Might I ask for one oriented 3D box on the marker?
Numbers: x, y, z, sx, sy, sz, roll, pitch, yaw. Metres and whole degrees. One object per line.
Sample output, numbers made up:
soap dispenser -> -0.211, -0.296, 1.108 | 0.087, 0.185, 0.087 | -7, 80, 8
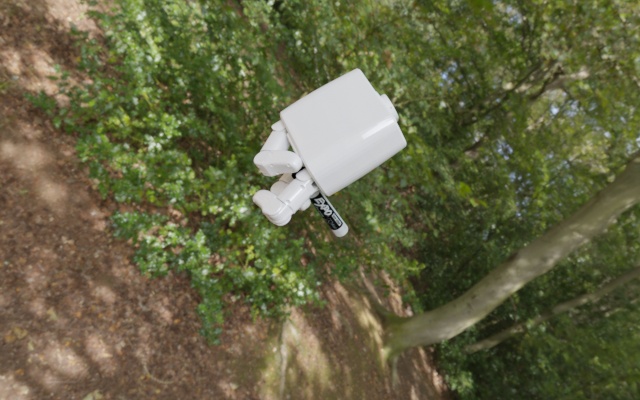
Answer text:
marker -> 0.000, 0.002, 0.568 | 0.020, 0.020, 0.121 | 0, -38, 34
